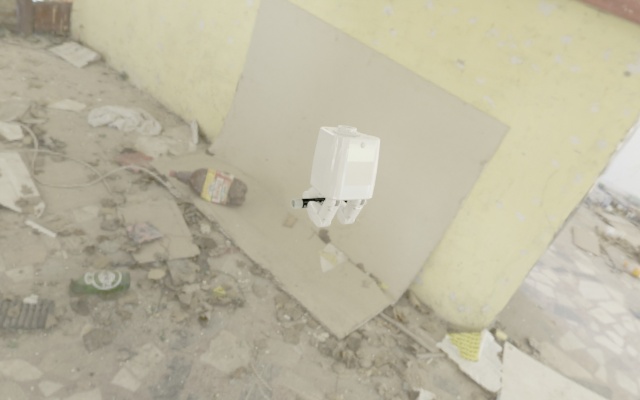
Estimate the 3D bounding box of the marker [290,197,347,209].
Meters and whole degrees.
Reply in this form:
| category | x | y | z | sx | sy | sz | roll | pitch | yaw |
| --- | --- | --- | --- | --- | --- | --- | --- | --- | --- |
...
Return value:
| category | x | y | z | sx | sy | sz | roll | pitch | yaw |
| --- | --- | --- | --- | --- | --- | --- | --- | --- | --- |
| marker | 0.000 | 0.003 | 0.885 | 0.121 | 0.020 | 0.020 | -3 | 2 | -35 |
